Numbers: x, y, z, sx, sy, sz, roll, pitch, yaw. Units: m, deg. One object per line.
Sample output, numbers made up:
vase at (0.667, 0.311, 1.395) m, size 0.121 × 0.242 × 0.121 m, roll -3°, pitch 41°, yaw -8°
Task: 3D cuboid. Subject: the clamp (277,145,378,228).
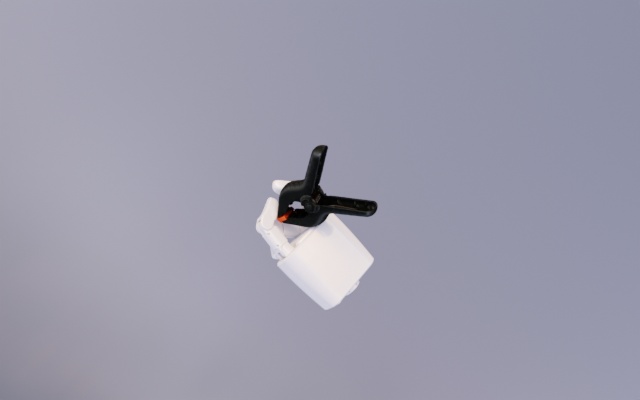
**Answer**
clamp at (0.000, 0.003, 0.687) m, size 0.039 × 0.120 × 0.171 m, roll -46°, pitch 4°, yaw -39°
